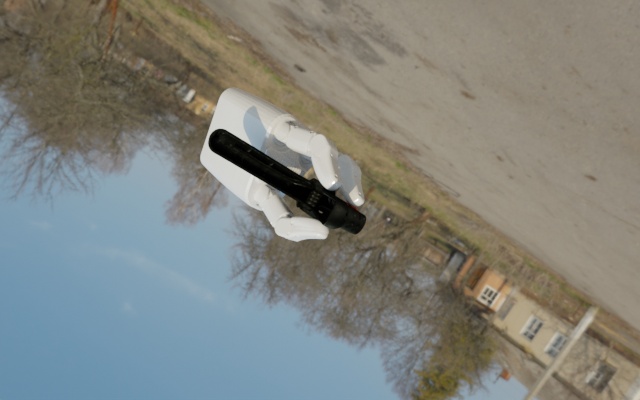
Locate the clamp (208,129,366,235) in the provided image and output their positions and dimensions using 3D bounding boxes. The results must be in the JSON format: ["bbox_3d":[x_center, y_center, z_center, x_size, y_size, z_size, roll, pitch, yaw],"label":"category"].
[{"bbox_3d":[0.000,0.002,0.493,0.164,0.036,0.210,34,2,36],"label":"clamp"}]
